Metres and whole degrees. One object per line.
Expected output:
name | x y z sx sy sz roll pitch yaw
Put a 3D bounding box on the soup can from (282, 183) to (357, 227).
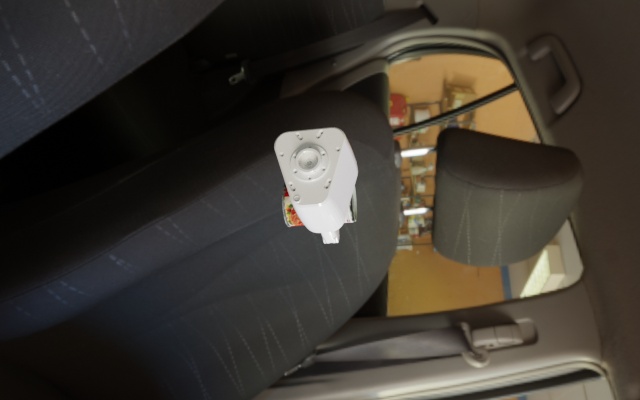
soup can | 0.000 0.003 0.713 0.102 0.068 0.068 -4 -1 9
